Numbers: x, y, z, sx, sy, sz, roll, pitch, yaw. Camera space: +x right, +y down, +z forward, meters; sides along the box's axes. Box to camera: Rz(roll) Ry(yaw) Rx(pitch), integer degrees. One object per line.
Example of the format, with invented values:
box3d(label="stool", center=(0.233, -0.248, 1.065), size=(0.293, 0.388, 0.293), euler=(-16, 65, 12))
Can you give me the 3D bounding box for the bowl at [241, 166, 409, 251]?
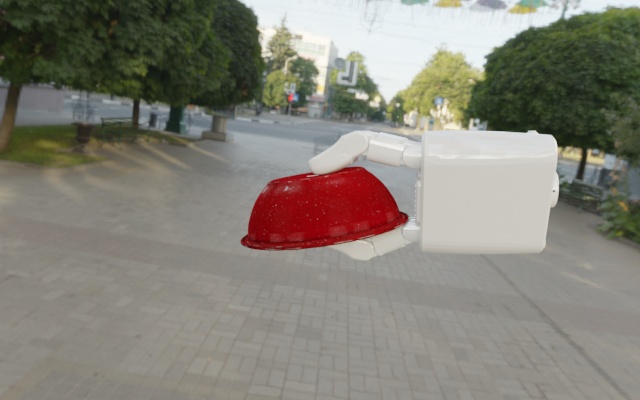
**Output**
box3d(label="bowl", center=(-0.001, 0.001, 0.456), size=(0.162, 0.055, 0.162), euler=(-9, 7, 1))
